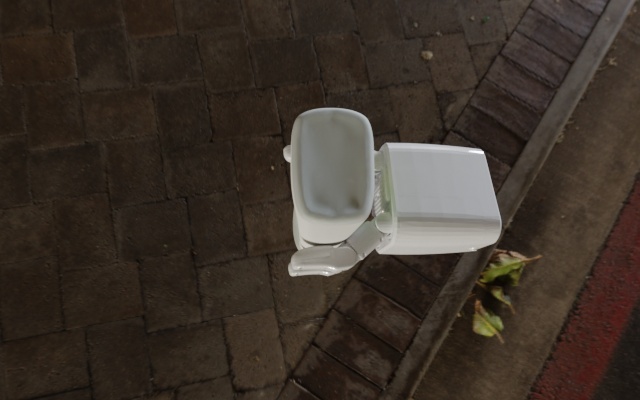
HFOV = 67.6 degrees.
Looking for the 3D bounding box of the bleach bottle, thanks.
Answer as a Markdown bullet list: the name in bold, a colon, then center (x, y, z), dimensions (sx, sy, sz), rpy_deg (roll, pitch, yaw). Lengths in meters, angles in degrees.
- **bleach bottle**: center (0.000, 0.002, 0.497), dimensions (0.068, 0.102, 0.251), rpy_deg (0, -13, -5)
